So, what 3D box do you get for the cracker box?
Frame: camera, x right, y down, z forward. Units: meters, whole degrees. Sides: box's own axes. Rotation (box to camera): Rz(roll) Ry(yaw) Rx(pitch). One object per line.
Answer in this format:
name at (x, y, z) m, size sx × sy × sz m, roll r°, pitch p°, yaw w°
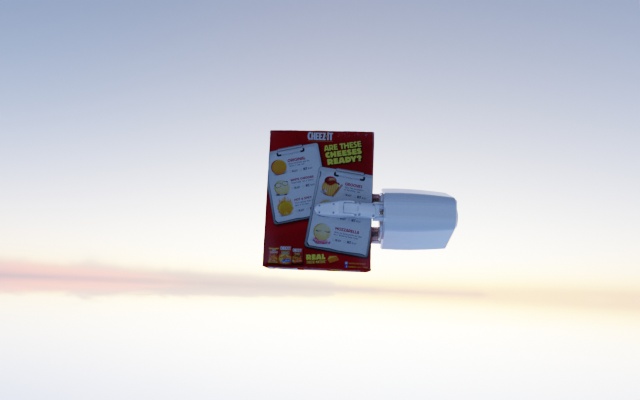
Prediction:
cracker box at (0.000, 0.003, 0.747) m, size 0.164 × 0.213 × 0.072 m, roll 2°, pitch -10°, yaw 3°
